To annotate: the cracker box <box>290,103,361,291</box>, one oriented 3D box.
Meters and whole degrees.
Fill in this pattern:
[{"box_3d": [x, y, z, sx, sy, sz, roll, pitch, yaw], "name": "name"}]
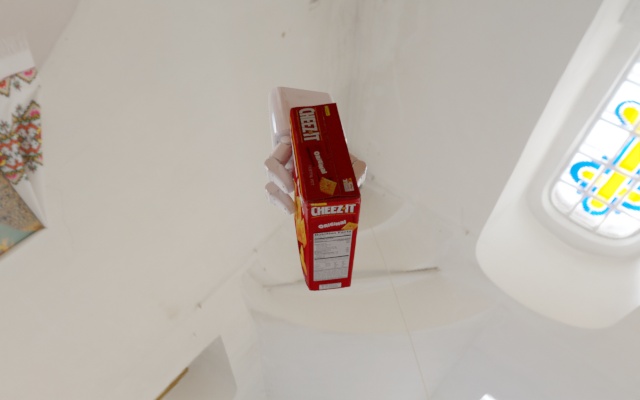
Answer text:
[{"box_3d": [0.000, 0.002, 0.658, 0.072, 0.164, 0.214, -7, -38, -6], "name": "cracker box"}]
